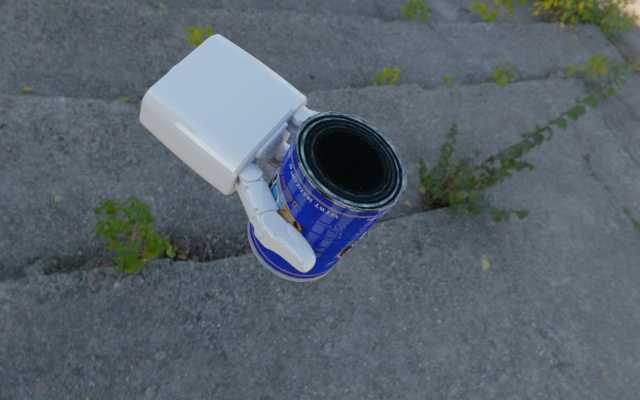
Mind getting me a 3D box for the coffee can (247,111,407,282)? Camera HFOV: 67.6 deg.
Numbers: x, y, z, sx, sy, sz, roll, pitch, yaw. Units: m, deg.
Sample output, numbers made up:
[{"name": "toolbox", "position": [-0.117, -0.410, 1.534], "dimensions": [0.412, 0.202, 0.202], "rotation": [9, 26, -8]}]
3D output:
[{"name": "coffee can", "position": [0.000, 0.002, 0.447], "dimensions": [0.103, 0.102, 0.140], "rotation": [0, -32, -27]}]
